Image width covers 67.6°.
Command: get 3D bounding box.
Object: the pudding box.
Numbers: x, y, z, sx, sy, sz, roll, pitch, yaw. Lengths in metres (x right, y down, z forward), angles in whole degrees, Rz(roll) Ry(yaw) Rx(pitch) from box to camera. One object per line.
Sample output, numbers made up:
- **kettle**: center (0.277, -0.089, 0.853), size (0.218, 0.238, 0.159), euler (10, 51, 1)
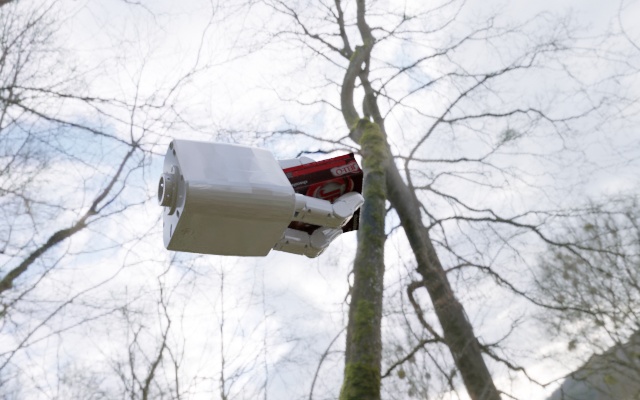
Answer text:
- **pudding box**: center (0.000, 0.002, 0.552), size (0.090, 0.039, 0.114), euler (-14, -34, -9)
